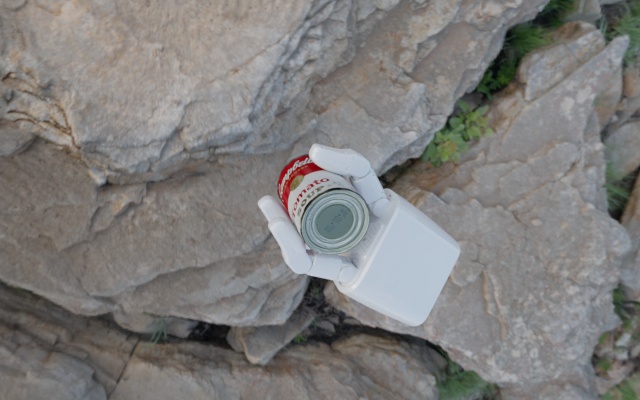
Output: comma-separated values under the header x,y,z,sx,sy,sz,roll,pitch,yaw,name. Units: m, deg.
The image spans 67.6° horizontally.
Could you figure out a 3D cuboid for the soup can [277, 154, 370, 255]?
x,y,z,sx,sy,sz,roll,pitch,yaw,name
0.000,0.001,0.468,0.068,0.068,0.102,0,22,-18,soup can
